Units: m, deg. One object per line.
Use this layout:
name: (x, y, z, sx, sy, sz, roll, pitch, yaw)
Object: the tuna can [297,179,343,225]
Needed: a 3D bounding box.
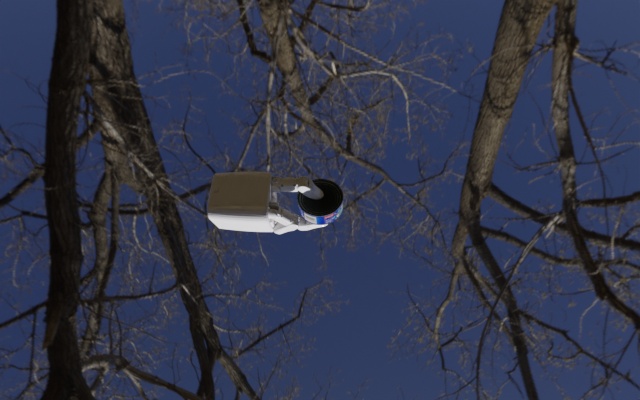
tuna can: (0.000, 0.003, 0.894, 0.086, 0.086, 0.034, 0, -36, 4)
